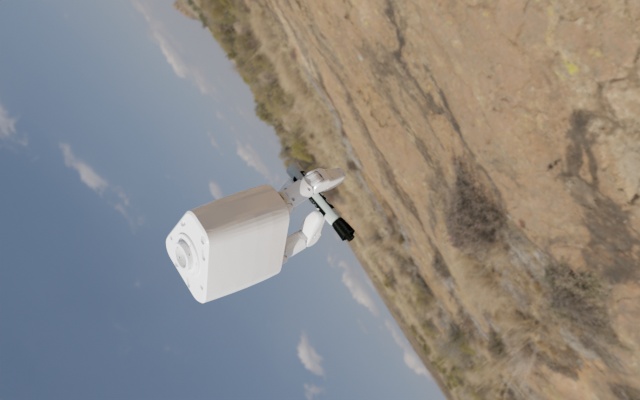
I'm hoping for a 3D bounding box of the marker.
[{"bbox_3d":[0.000,0.002,0.573,0.020,0.121,0.020,-33,-23,-16],"label":"marker"}]
